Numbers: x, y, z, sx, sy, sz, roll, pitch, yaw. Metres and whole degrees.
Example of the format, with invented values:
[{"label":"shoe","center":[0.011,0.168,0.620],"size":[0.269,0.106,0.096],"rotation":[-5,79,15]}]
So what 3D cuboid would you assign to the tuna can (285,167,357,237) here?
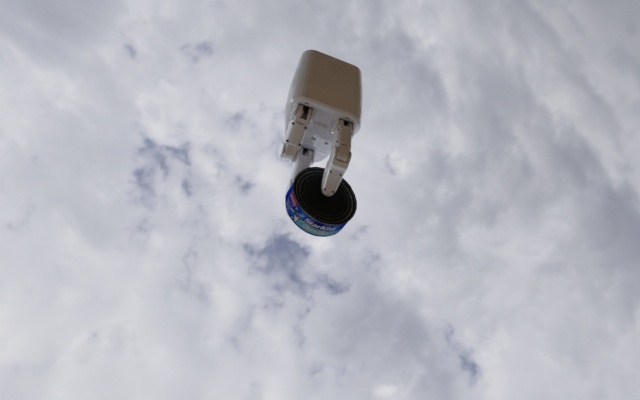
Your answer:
[{"label":"tuna can","center":[0.000,0.002,0.592],"size":[0.086,0.086,0.034],"rotation":[0,-34,-29]}]
